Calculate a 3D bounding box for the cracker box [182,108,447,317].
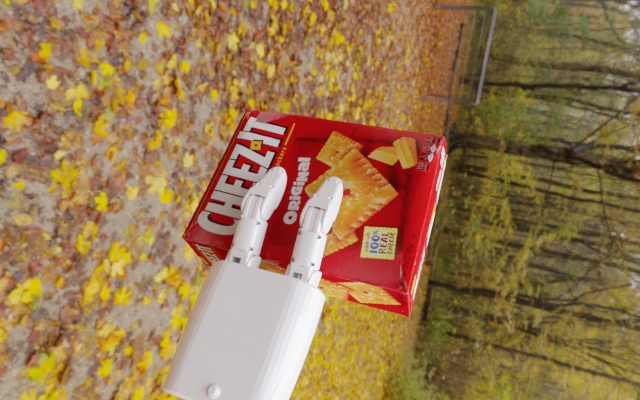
[{"bbox_3d":[0.000,0.002,0.464,0.213,0.164,0.072,11,-28,17],"label":"cracker box"}]
